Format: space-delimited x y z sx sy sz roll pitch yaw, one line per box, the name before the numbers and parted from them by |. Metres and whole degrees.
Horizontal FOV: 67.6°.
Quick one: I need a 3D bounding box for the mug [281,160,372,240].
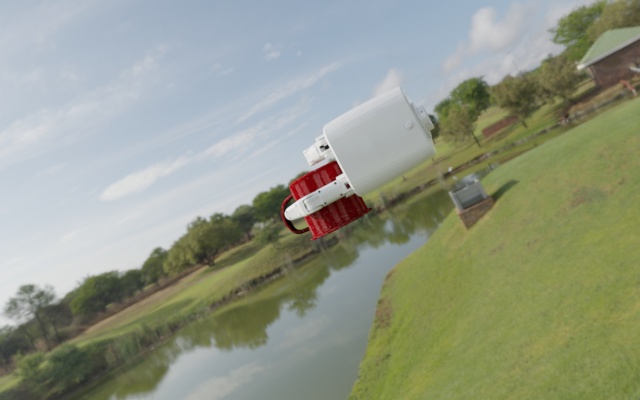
mug | -0.001 0.003 0.649 0.117 0.081 0.093 -27 0 16
